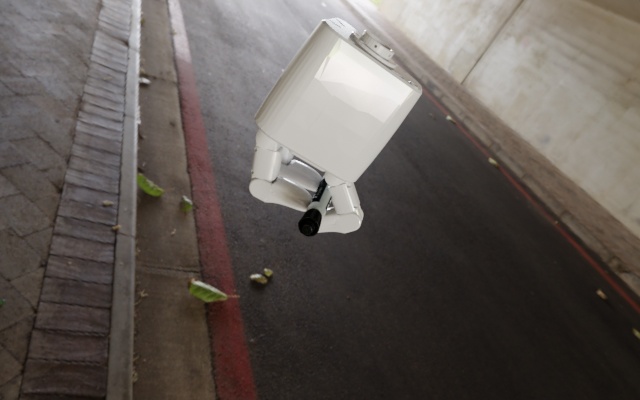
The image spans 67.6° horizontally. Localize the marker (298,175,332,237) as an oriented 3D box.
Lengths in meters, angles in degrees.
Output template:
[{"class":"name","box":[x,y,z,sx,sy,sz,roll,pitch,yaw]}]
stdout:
[{"class":"marker","box":[0.000,0.002,0.455,0.020,0.020,0.121,0,22,12]}]
